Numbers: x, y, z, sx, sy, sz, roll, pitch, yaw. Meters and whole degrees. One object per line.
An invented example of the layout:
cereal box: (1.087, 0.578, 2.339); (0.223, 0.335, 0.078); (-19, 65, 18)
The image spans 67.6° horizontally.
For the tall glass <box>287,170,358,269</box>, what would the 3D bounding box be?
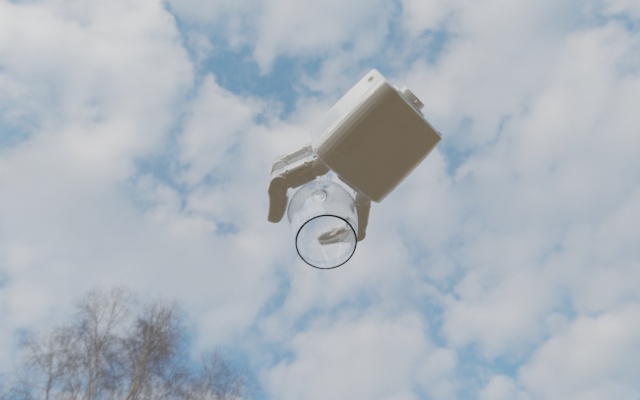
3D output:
tall glass: (0.000, 0.002, 0.560); (0.079, 0.079, 0.201); (0, 24, -3)
